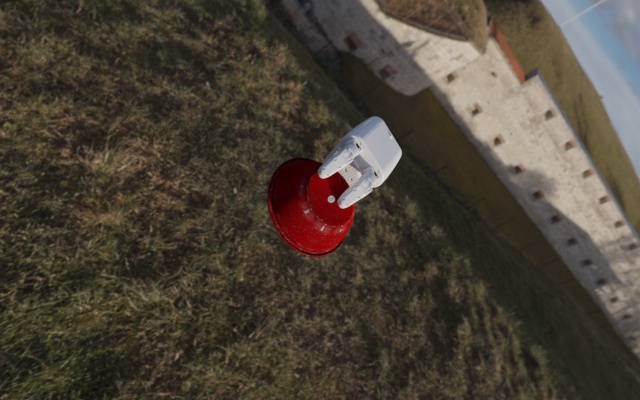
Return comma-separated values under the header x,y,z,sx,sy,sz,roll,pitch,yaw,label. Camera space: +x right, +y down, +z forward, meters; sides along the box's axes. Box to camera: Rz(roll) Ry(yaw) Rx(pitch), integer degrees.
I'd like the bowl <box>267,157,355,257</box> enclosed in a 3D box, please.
x,y,z,sx,sy,sz,roll,pitch,yaw,label
0.000,0.003,0.733,0.162,0.162,0.055,0,-15,-39,bowl
